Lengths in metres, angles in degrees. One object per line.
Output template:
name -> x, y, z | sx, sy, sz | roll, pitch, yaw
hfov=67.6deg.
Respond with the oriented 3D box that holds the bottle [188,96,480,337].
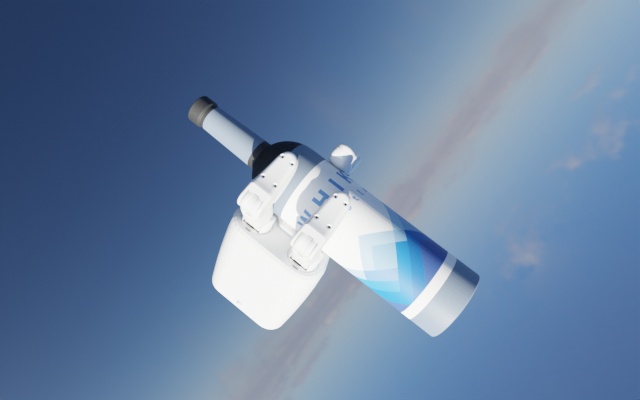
bottle -> 0.000, 0.001, 0.429 | 0.295, 0.069, 0.069 | 38, 6, 8
